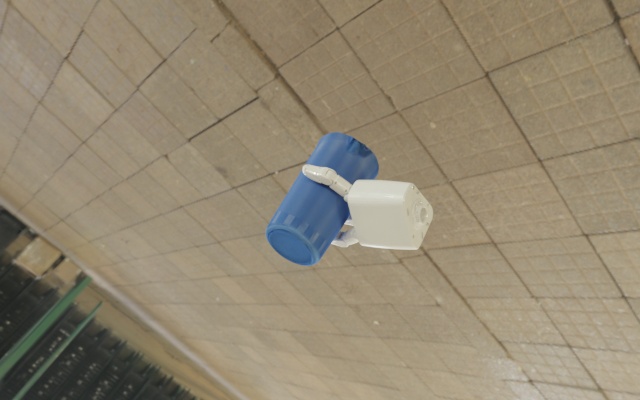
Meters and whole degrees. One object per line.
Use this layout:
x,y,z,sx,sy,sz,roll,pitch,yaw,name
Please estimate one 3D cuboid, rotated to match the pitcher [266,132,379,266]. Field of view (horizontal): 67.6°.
0.000,0.003,0.891,0.145,0.149,0.242,4,47,36,pitcher
